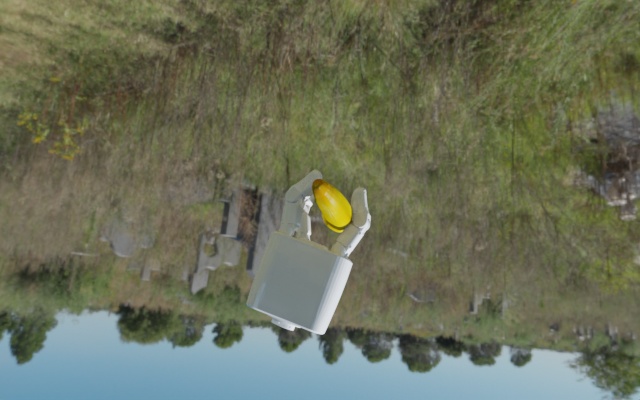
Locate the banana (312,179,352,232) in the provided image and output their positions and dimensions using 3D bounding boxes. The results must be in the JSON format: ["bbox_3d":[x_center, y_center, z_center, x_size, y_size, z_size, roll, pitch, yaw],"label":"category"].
[{"bbox_3d":[0.015,0.014,0.662,0.069,0.037,0.198,36,-7,4],"label":"banana"}]
